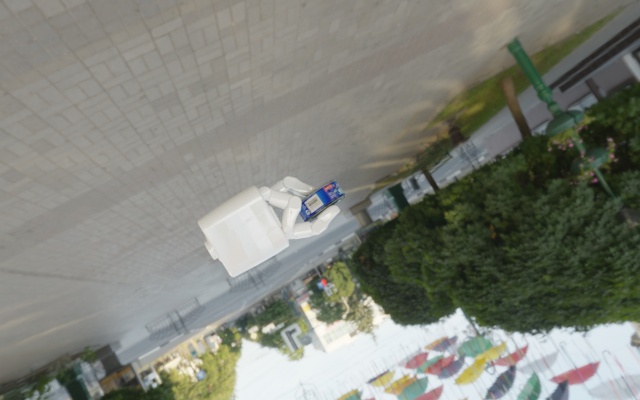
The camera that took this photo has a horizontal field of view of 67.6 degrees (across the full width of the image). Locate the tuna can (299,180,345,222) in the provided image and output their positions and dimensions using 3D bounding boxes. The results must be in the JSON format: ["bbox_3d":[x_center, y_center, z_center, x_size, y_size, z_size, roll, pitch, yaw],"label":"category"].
[{"bbox_3d":[0.001,0.003,0.818,0.086,0.033,0.086,-35,-6,-4],"label":"tuna can"}]
